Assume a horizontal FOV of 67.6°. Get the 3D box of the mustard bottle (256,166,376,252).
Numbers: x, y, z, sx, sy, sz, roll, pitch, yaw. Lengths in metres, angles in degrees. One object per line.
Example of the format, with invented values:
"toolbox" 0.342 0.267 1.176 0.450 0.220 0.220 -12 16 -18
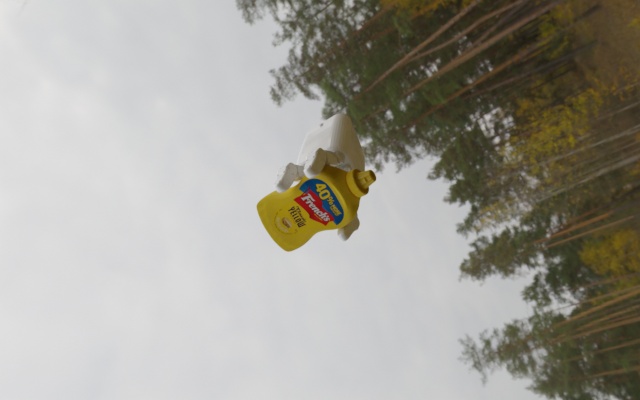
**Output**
"mustard bottle" 0.000 0.003 0.715 0.192 0.096 0.058 -27 9 29
